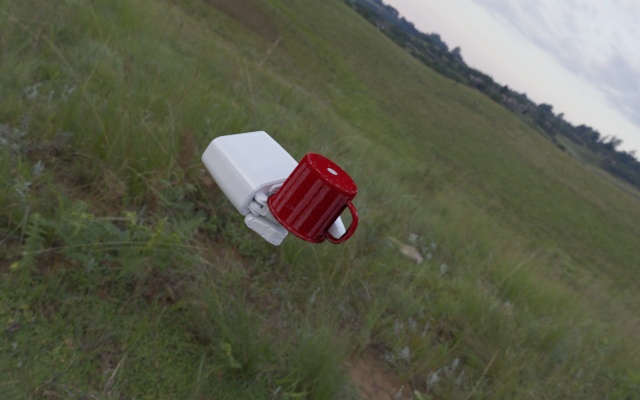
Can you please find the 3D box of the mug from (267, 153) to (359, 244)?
[{"bbox_3d":[0.001,0.003,0.601,0.117,0.081,0.093,47,22,22],"label":"mug"}]
